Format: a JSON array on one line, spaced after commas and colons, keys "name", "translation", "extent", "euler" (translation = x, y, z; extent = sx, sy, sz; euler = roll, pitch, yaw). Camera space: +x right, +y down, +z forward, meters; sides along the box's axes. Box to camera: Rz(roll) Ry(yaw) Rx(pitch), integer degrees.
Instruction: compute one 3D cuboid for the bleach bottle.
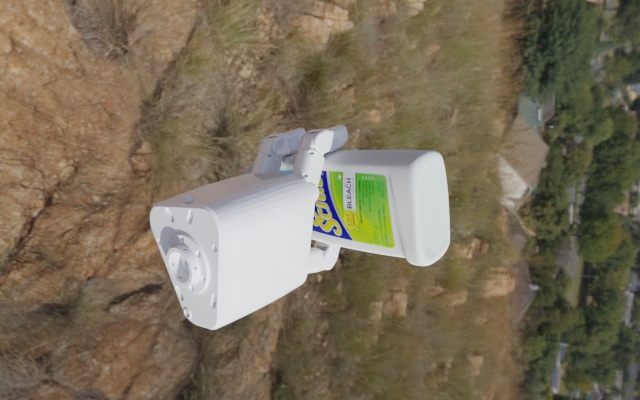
[{"name": "bleach bottle", "translation": [0.000, 0.001, 0.487], "extent": [0.251, 0.102, 0.068], "euler": [2, 13, 39]}]
